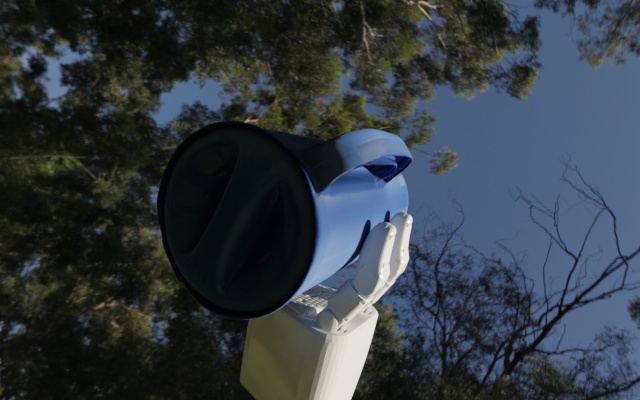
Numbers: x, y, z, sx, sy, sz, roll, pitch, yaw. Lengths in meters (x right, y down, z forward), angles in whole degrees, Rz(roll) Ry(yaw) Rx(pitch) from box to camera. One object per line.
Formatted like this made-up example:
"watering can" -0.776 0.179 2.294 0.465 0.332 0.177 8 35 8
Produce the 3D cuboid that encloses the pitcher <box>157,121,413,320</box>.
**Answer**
"pitcher" 0.000 0.002 0.414 0.149 0.145 0.243 17 12 25
